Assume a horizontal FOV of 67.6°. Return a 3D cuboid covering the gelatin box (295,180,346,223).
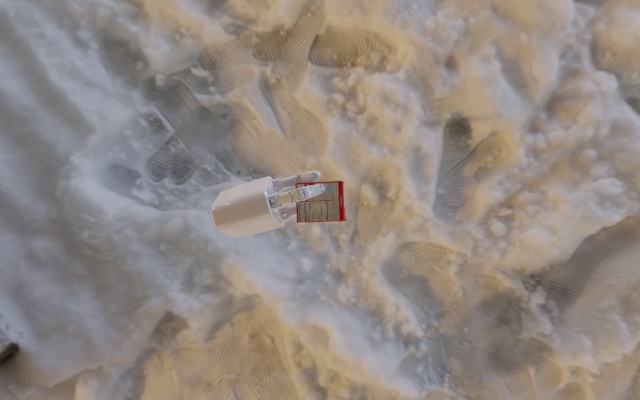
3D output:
[{"bbox_3d":[0.000,0.003,0.866,0.089,0.073,0.030,-3,-2,11],"label":"gelatin box"}]
